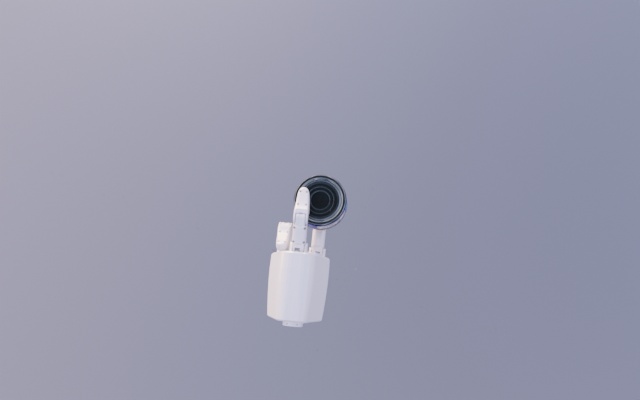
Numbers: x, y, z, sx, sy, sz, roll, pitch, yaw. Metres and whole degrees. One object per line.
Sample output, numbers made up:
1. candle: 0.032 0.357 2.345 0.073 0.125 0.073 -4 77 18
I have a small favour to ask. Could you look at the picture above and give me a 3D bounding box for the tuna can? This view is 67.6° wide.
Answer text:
1. tuna can: 0.000 0.002 0.770 0.086 0.086 0.034 0 -14 4
